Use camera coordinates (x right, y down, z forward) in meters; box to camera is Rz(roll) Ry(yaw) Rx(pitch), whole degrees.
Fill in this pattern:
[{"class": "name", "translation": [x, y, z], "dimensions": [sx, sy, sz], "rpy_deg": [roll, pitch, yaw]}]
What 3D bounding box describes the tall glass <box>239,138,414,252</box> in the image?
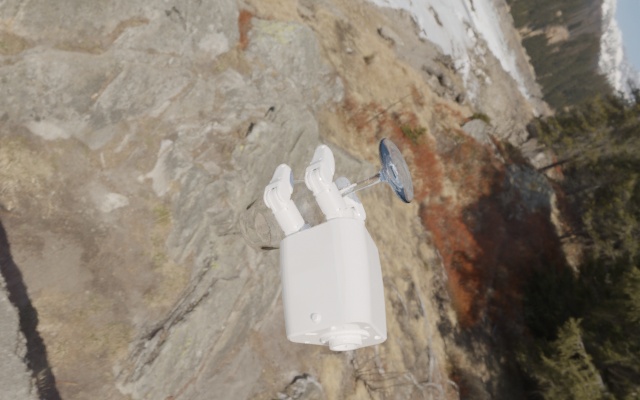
[{"class": "tall glass", "translation": [0.001, 0.001, 0.551], "dimensions": [0.201, 0.079, 0.079], "rpy_deg": [-22, -11, 28]}]
